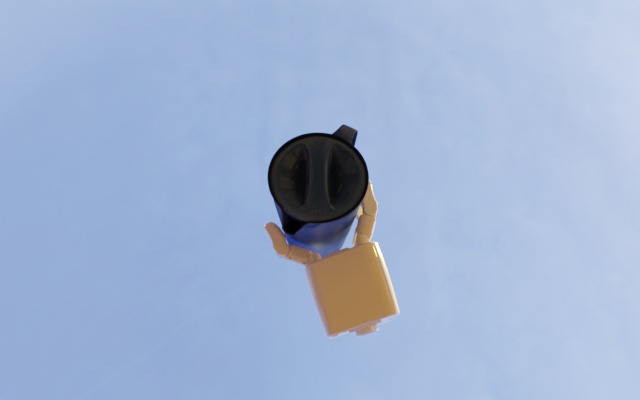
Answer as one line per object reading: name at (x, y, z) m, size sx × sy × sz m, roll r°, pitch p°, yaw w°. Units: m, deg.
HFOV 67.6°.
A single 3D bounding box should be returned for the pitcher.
pitcher at (0.000, 0.003, 0.733) m, size 0.149 × 0.145 × 0.243 m, roll -17°, pitch -20°, yaw -8°
